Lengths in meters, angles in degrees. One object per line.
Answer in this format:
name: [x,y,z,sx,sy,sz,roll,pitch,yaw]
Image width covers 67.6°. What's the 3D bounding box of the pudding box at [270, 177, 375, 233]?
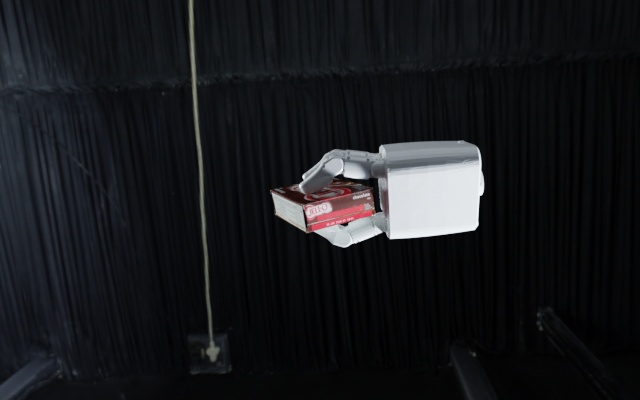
pudding box: [0.000,0.002,0.580,0.090,0.039,0.113,-12,12,-23]
